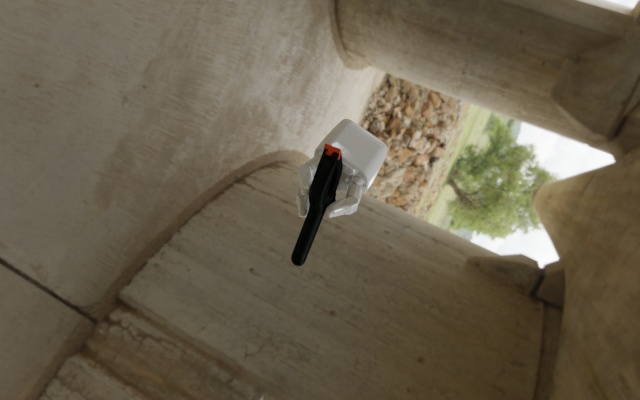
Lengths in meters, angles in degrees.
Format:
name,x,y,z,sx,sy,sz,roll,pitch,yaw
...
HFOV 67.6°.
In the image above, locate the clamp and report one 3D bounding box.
name,x,y,z,sx,sy,sz,roll,pitch,yaw
clamp,0.001,0.002,0.803,0.036,0.210,0.164,22,48,13
